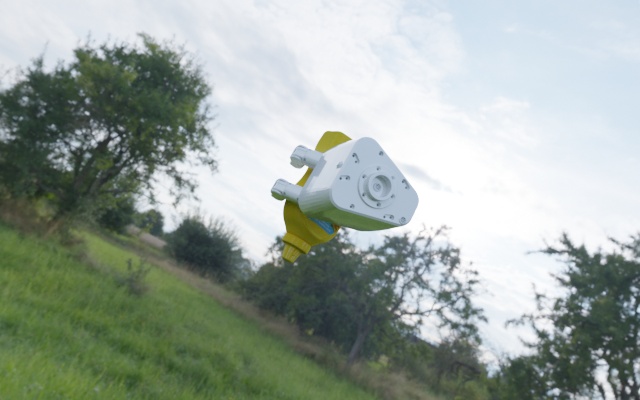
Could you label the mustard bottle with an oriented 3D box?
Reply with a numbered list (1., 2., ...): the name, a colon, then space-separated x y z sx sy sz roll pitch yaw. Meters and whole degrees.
1. mustard bottle: 0.000 0.002 0.682 0.058 0.191 0.096 13 -21 48
